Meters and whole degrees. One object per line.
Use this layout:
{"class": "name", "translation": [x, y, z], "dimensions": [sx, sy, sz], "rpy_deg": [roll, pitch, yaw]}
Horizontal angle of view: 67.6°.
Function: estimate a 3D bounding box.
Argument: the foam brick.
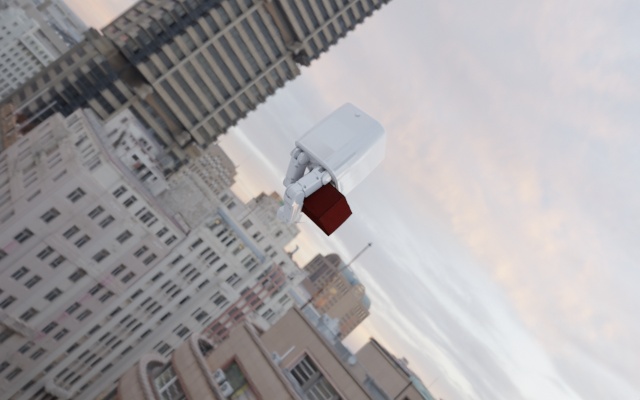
{"class": "foam brick", "translation": [0.000, 0.003, 0.698], "dimensions": [0.078, 0.051, 0.053], "rpy_deg": [42, -13, 35]}
